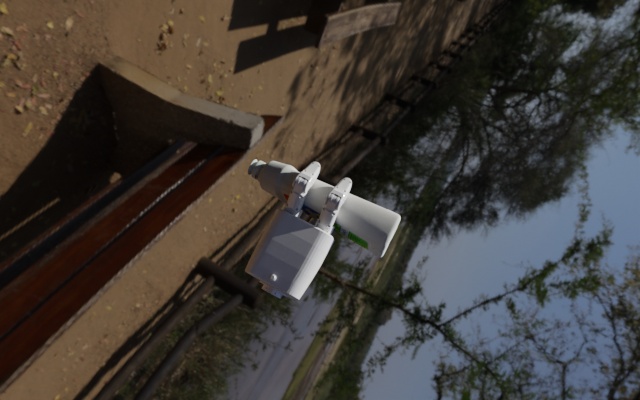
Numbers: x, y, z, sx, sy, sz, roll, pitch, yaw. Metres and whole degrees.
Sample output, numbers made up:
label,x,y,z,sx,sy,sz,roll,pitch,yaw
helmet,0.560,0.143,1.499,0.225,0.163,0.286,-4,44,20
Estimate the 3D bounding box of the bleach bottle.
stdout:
label,x,y,z,sx,sy,sz,roll,pitch,yaw
bleach bottle,0.000,0.002,0.762,0.251,0.068,0.102,26,-12,11
